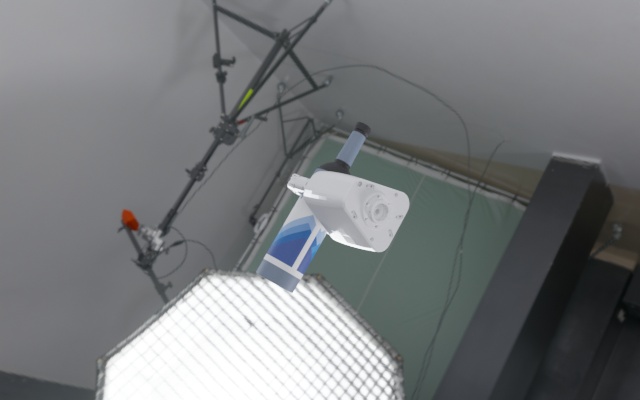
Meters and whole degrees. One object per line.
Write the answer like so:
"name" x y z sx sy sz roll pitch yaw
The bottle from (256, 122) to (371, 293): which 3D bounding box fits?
"bottle" 0.000 0.003 0.767 0.069 0.295 0.069 29 -10 6
